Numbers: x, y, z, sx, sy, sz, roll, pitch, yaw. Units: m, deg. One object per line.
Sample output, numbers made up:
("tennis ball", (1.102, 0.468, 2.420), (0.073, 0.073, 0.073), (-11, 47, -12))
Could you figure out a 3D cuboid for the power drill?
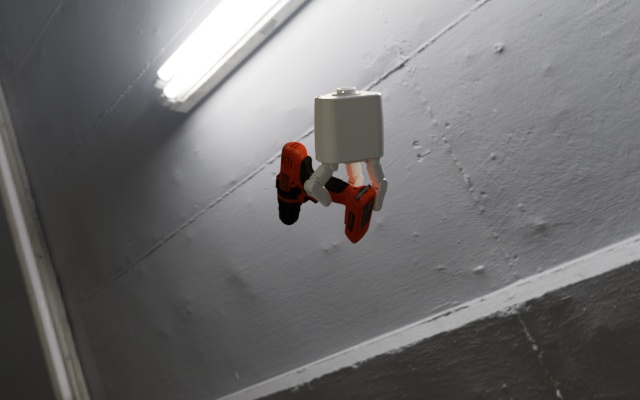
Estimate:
("power drill", (0.001, 0.003, 0.865), (0.187, 0.185, 0.057), (26, 45, 21))
